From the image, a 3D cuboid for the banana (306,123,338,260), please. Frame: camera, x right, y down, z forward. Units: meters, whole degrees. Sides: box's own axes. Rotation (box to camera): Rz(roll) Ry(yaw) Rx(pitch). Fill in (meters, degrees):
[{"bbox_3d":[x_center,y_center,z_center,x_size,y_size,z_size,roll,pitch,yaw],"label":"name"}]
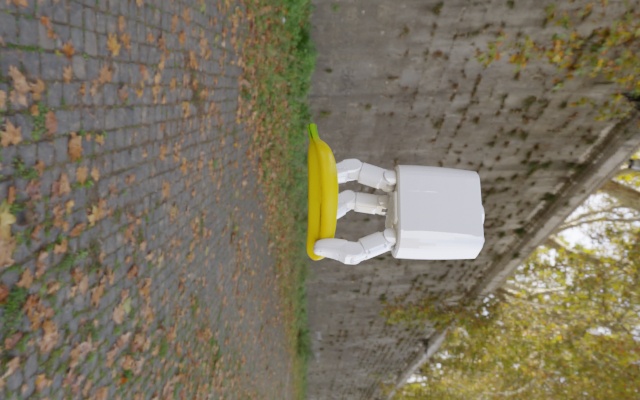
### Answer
[{"bbox_3d":[0.001,0.008,0.593,0.037,0.198,0.069,-1,30,-4],"label":"banana"}]
